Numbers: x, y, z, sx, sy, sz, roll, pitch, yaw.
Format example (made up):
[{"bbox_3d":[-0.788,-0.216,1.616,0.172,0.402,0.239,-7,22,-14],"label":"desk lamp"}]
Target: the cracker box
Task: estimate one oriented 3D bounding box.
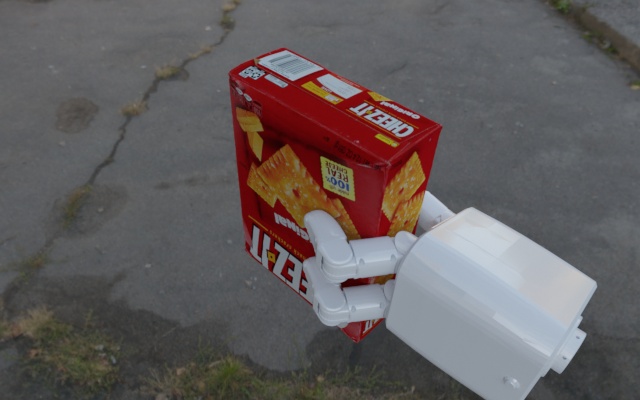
[{"bbox_3d":[0.000,0.001,0.416,0.164,0.214,0.072,34,51,29],"label":"cracker box"}]
